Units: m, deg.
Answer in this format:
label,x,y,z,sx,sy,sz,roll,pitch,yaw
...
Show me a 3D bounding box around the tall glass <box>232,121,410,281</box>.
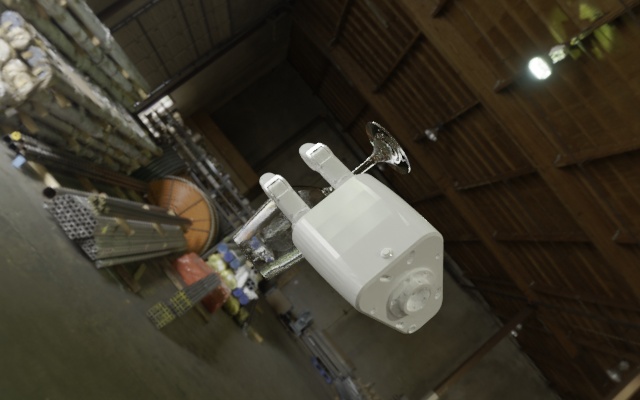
label,x,y,z,sx,sy,sz,roll,pitch,yaw
tall glass,0.001,0.001,0.530,0.201,0.079,0.079,-39,6,-7
